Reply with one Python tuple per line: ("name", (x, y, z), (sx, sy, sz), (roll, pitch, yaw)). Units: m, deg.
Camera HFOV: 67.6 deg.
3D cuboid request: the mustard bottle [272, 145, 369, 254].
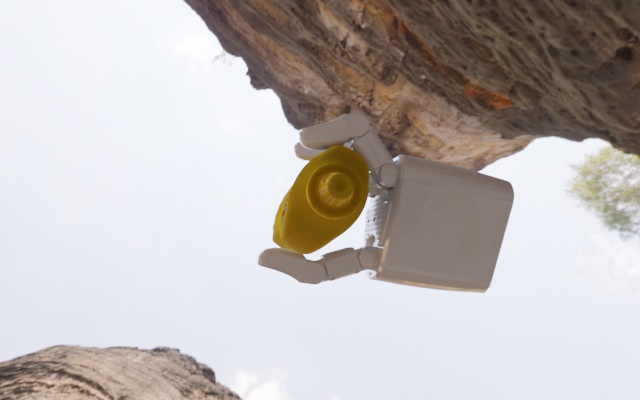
("mustard bottle", (0.000, 0.001, 0.416), (0.058, 0.096, 0.191), (35, -10, -4))
